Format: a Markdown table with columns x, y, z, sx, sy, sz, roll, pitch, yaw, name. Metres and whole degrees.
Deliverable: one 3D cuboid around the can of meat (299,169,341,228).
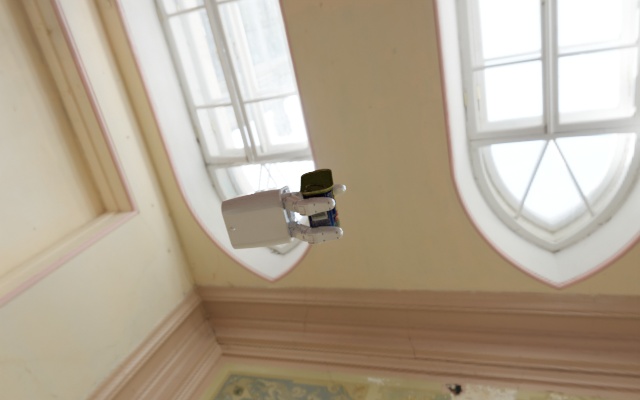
| x | y | z | sx | sy | sz | roll | pitch | yaw | name |
| --- | --- | --- | --- | --- | --- | --- | --- | --- | --- |
| 0.000 | 0.003 | 0.822 | 0.057 | 0.084 | 0.102 | -11 | 23 | 2 | can of meat |
